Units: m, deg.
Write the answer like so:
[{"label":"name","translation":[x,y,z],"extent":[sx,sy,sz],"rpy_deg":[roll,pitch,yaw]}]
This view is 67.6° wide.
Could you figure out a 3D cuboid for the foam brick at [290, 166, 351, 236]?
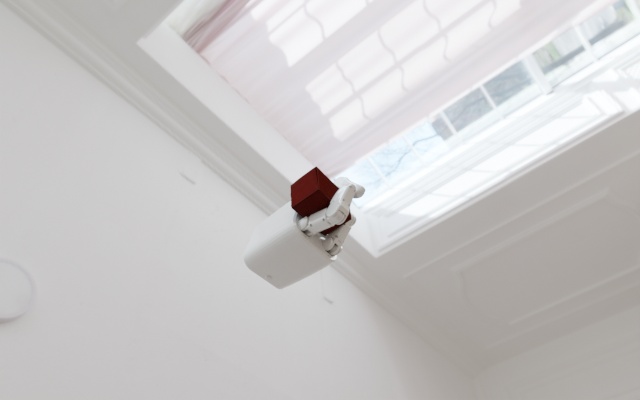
[{"label":"foam brick","translation":[0.000,0.002,0.683],"extent":[0.051,0.053,0.078],"rpy_deg":[-32,-54,22]}]
